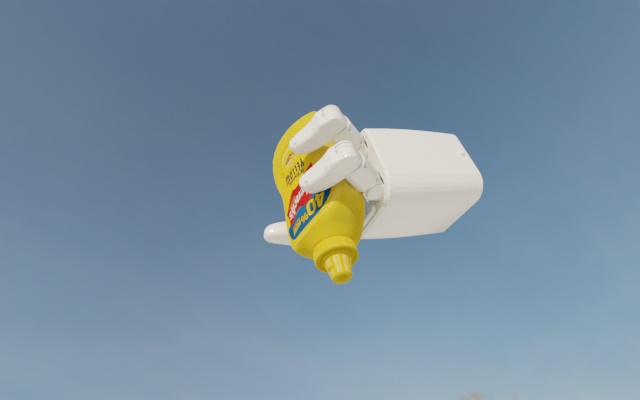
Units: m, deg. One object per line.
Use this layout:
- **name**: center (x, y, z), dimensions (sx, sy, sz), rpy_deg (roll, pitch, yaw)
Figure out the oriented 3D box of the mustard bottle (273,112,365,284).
- **mustard bottle**: center (0.000, 0.001, 0.482), dimensions (0.058, 0.191, 0.096), rpy_deg (19, -53, -32)
